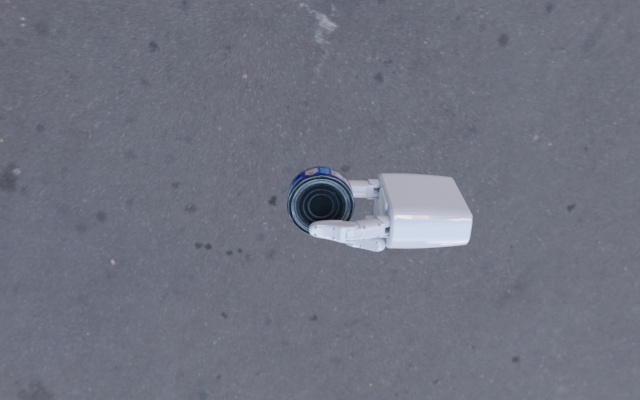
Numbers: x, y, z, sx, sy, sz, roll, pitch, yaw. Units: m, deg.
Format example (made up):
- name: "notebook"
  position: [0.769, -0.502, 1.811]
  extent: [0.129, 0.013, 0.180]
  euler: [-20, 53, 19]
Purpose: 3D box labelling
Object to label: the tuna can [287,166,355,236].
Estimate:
- name: "tuna can"
  position: [0.000, 0.002, 0.604]
  extent: [0.086, 0.086, 0.033]
  euler: [0, 22, -2]
